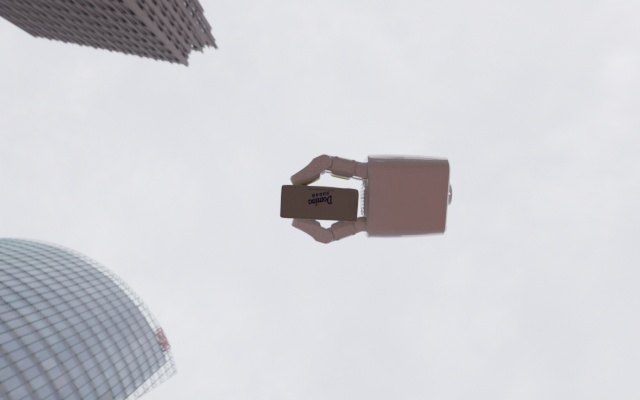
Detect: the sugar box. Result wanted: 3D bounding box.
[{"bbox_3d":[0.000,0.002,0.638,0.093,0.048,0.176,3,-2,0],"label":"sugar box"}]
